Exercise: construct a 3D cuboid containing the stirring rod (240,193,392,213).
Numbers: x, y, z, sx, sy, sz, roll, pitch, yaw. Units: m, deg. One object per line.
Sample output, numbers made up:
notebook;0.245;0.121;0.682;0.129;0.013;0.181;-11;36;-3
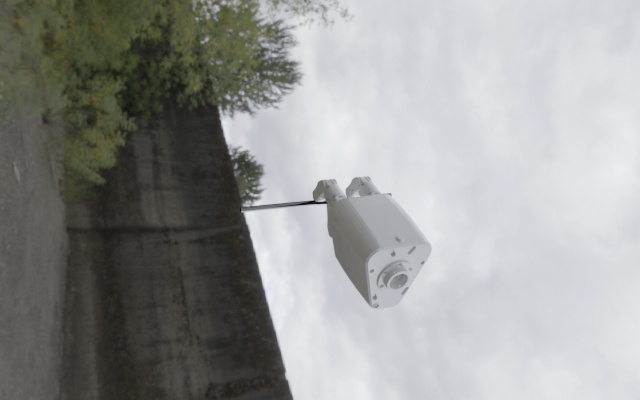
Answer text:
stirring rod;0.000;0.002;0.707;0.239;0.011;0.011;-5;2;-23
